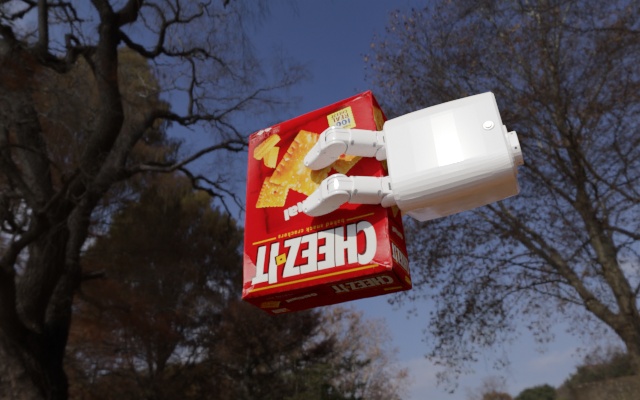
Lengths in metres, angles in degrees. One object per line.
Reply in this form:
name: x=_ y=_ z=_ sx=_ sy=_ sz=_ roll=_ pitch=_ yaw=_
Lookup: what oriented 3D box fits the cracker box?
cracker box: x=0.000 y=0.002 z=0.525 sx=0.164 sy=0.213 sz=0.072 roll=-16 pitch=-33 yaw=21
